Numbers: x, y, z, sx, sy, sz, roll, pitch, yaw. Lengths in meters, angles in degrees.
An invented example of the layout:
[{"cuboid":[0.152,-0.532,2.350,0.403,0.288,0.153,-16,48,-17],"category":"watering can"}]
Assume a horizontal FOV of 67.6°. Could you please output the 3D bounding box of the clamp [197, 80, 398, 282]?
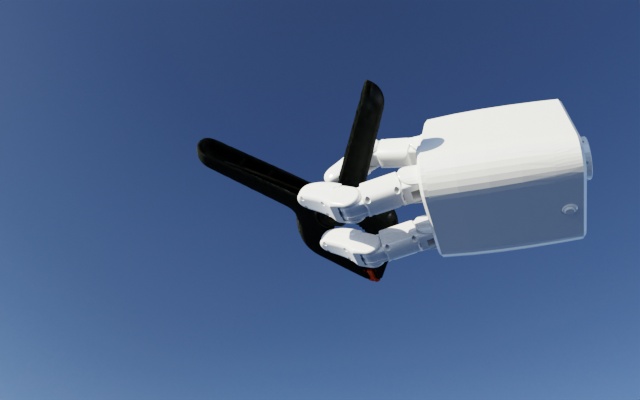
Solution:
[{"cuboid":[0.001,0.001,0.425,0.164,0.036,0.210,-8,-47,22],"category":"clamp"}]
